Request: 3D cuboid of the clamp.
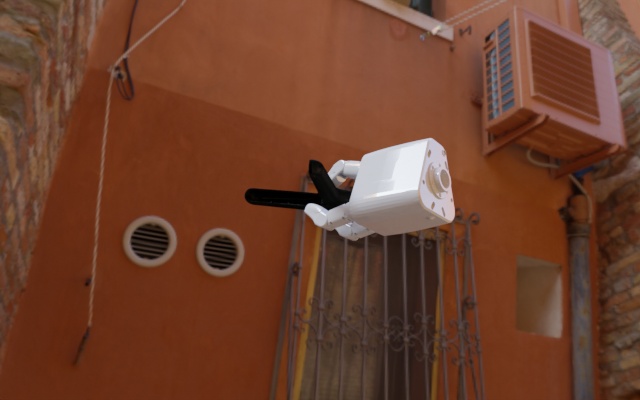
[{"bbox_3d":[0.001,0.002,0.735,0.164,0.036,0.210,-14,-28,40],"label":"clamp"}]
